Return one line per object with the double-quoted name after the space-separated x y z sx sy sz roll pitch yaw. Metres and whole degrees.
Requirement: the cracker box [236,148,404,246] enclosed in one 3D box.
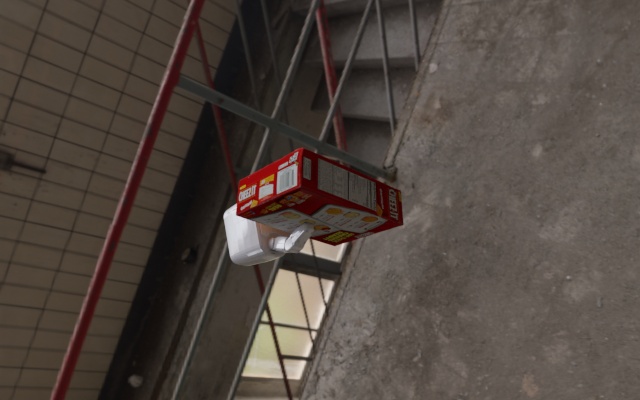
0.000 0.003 0.760 0.214 0.072 0.164 20 -28 -37 "cracker box"
